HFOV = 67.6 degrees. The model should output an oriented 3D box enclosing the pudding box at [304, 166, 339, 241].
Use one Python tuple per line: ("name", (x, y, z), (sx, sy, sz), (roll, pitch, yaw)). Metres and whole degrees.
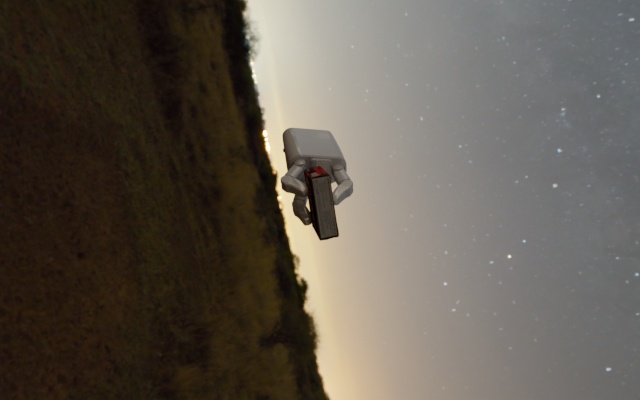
("pudding box", (0.000, 0.003, 0.835), (0.039, 0.113, 0.090), (-12, 14, -6))
